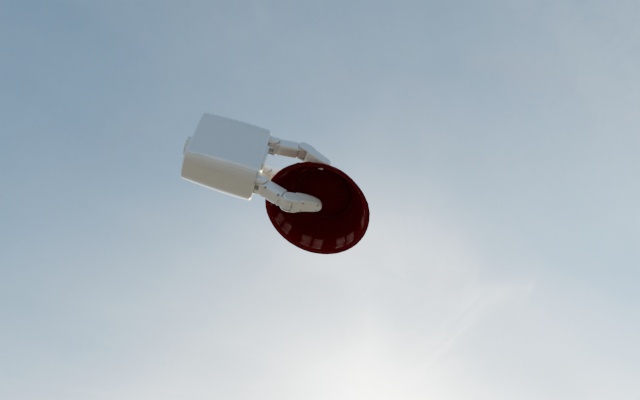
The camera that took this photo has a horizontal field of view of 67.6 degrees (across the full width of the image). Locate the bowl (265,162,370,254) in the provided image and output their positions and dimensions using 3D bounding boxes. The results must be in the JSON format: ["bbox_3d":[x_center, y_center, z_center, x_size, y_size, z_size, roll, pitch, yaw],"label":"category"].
[{"bbox_3d":[0.001,0.003,0.728,0.162,0.162,0.055,0,31,18],"label":"bowl"}]
